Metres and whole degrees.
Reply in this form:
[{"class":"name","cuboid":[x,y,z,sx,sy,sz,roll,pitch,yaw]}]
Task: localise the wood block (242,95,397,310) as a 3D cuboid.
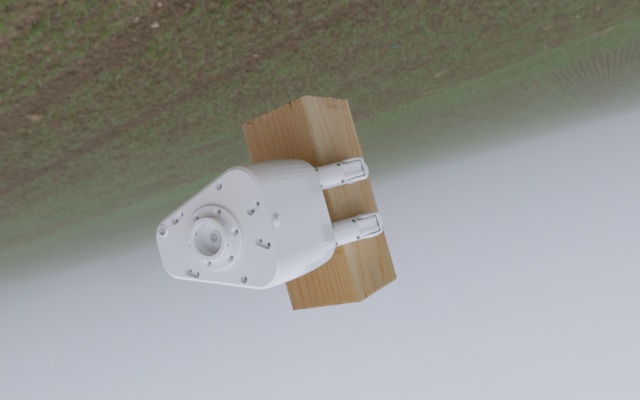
[{"class":"wood block","cuboid":[0.000,0.002,0.518,0.091,0.206,0.090,-16,-1,34]}]
